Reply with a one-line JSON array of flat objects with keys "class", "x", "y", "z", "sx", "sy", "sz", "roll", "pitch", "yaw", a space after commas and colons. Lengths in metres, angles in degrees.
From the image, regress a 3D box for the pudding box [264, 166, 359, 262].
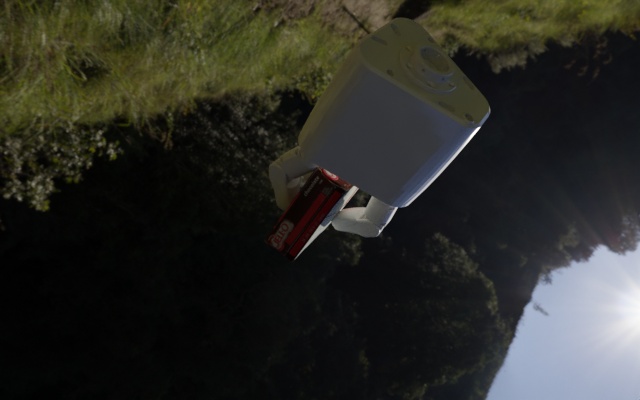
[{"class": "pudding box", "x": 0.000, "y": 0.002, "z": 0.472, "sx": 0.039, "sy": 0.090, "sz": 0.113, "roll": 40, "pitch": 21, "yaw": 6}]
